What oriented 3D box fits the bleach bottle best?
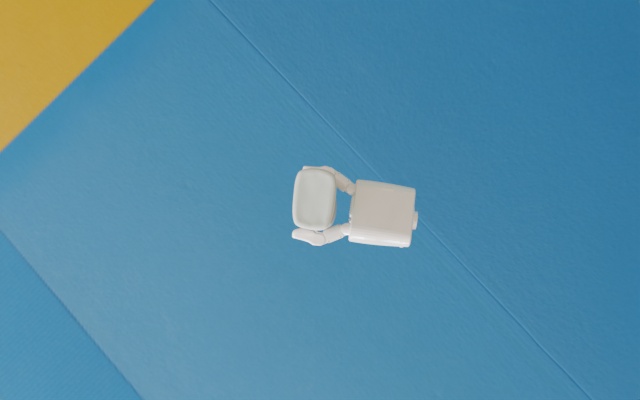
[{"bbox_3d":[0.000,0.003,0.881,0.068,0.102,0.251,7,-1,5],"label":"bleach bottle"}]
